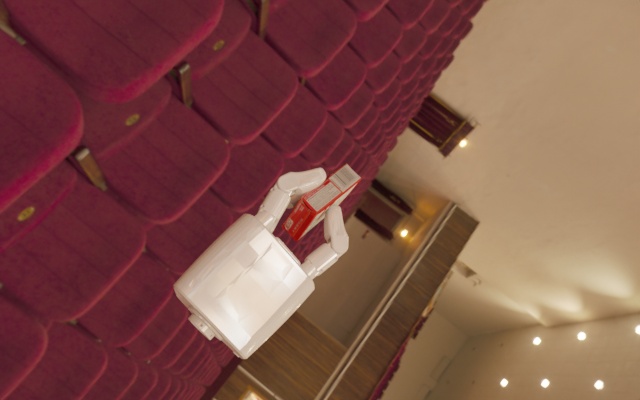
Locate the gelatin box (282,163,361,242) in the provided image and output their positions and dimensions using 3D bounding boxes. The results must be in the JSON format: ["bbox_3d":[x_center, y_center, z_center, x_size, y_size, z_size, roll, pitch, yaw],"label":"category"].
[{"bbox_3d":[0.001,0.002,0.583,0.089,0.030,0.073,-38,-9,-35],"label":"gelatin box"}]
